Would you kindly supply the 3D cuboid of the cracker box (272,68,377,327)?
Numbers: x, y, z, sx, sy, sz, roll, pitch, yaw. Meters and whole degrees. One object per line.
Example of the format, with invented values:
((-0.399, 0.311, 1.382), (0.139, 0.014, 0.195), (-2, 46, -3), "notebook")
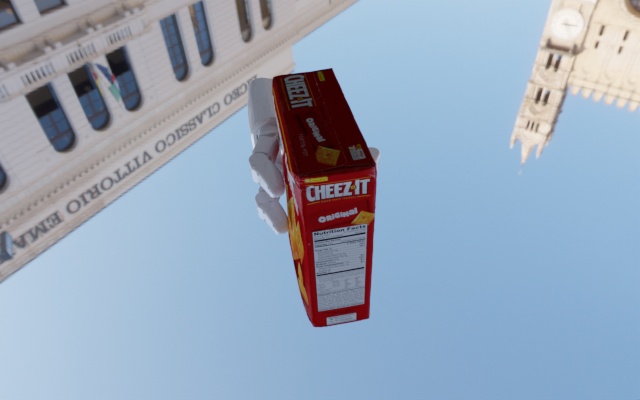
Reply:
((0.000, 0.002, 0.491), (0.072, 0.214, 0.164), (-10, 43, -7), "cracker box")
